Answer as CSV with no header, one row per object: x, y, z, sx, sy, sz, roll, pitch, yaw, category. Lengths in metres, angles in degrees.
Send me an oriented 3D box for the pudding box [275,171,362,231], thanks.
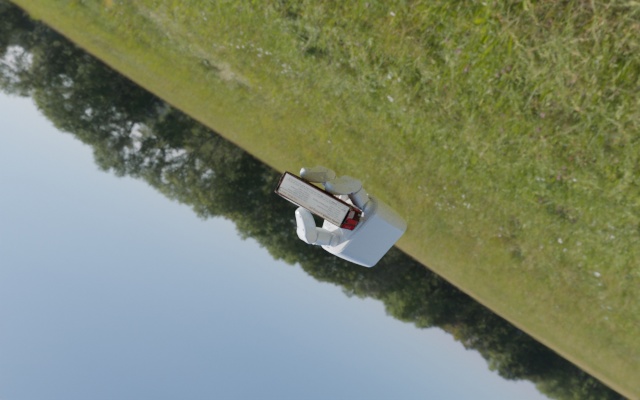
0.000,0.002,0.699,0.113,0.039,0.090,27,0,16,pudding box
